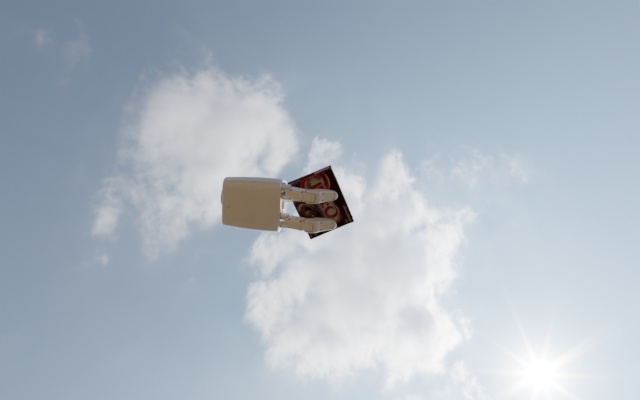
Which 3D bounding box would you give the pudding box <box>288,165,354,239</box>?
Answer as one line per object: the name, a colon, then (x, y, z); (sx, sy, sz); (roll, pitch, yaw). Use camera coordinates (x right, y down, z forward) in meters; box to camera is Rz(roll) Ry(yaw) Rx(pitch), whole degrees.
pudding box: (0.000, 0.003, 0.884); (0.090, 0.113, 0.039); (-23, 16, 7)
